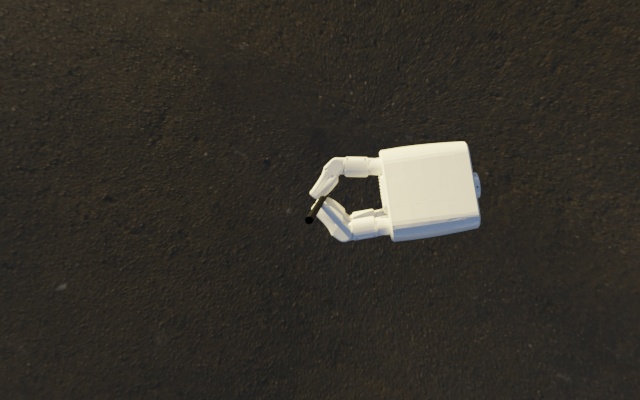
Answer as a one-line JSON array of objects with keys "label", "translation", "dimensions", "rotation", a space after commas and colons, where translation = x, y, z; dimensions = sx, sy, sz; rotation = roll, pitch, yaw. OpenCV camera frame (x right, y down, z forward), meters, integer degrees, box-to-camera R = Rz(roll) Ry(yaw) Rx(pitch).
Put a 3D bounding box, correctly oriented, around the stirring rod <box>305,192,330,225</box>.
[{"label": "stirring rod", "translation": [0.000, 0.002, 0.575], "dimensions": [0.011, 0.011, 0.239], "rotation": [0, 8, 5]}]
